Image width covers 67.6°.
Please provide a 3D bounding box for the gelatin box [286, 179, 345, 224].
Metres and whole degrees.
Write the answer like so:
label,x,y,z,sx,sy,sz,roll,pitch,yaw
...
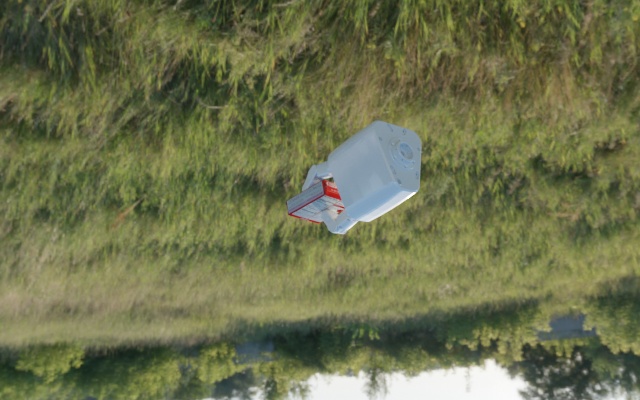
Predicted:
label,x,y,z,sx,sy,sz,roll,pitch,yaw
gelatin box,0.000,0.003,0.781,0.089,0.030,0.073,-30,-32,35
